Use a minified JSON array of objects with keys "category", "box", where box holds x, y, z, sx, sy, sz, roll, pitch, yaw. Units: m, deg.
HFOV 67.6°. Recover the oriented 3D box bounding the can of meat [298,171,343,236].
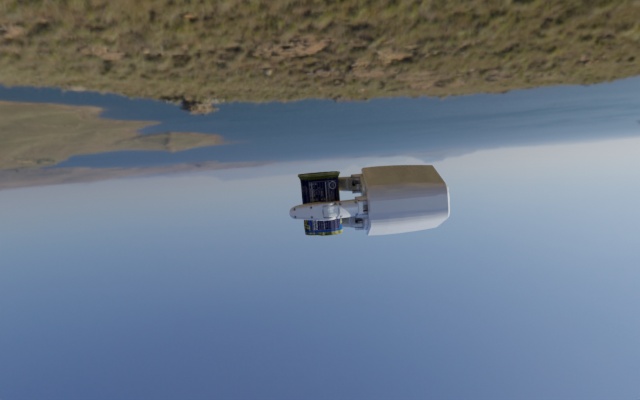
[{"category":"can of meat","box":[0.000,0.003,0.675,0.057,0.084,0.102,-5,4,-2]}]
